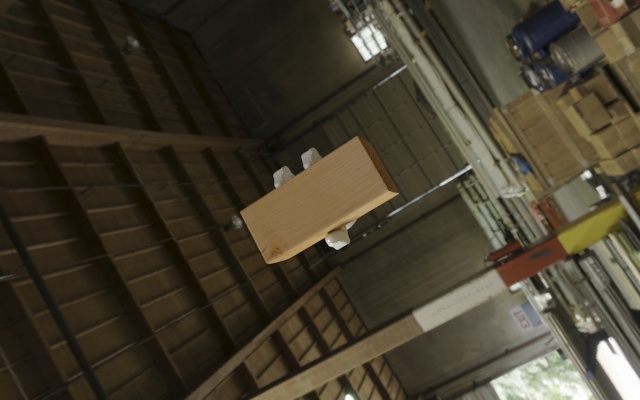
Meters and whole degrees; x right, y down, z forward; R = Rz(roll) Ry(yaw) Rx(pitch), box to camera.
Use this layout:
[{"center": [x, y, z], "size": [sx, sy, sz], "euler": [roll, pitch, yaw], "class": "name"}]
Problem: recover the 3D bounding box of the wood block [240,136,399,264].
[{"center": [0.000, 0.003, 0.708], "size": [0.206, 0.091, 0.090], "euler": [-32, -11, 15], "class": "wood block"}]
